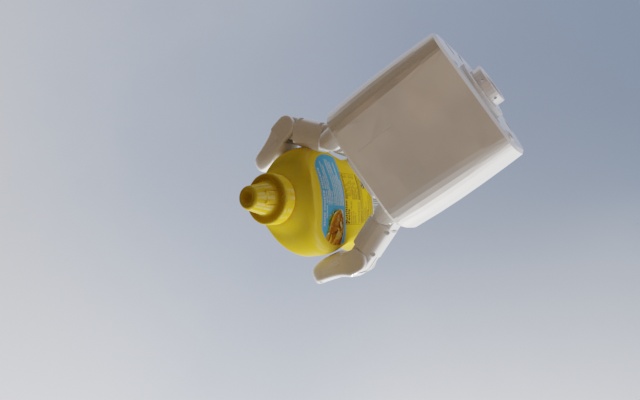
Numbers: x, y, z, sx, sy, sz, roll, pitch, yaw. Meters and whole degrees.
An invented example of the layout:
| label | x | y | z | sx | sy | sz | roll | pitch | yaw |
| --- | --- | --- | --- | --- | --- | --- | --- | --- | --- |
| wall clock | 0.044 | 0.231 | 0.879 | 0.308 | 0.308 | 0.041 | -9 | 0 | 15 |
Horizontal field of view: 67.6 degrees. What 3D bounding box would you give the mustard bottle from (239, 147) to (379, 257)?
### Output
| label | x | y | z | sx | sy | sz | roll | pitch | yaw |
| --- | --- | --- | --- | --- | --- | --- | --- | --- | --- |
| mustard bottle | 0.000 | 0.002 | 0.431 | 0.058 | 0.096 | 0.191 | -9 | -7 | 33 |
